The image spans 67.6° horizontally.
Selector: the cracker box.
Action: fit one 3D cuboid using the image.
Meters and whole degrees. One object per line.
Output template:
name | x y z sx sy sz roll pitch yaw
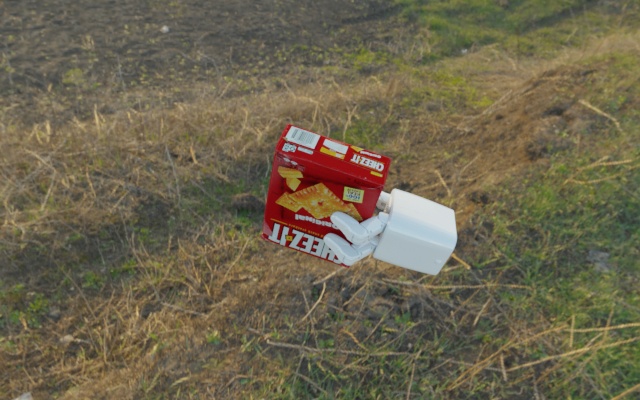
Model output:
cracker box | 0.000 0.002 0.753 0.164 0.072 0.214 19 -43 3
